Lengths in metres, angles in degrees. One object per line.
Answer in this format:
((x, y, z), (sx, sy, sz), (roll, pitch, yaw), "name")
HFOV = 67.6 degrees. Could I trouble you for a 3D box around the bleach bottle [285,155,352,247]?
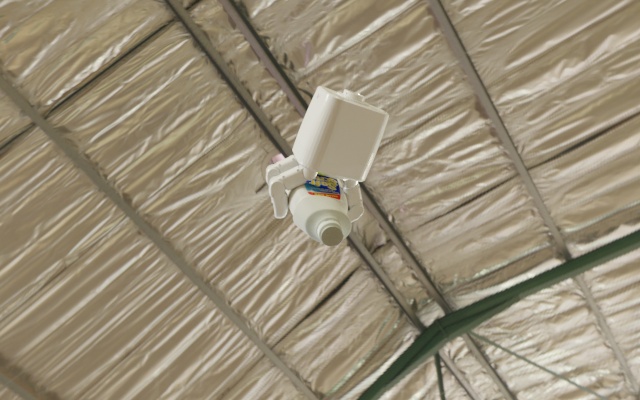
((0.000, 0.002, 0.706), (0.102, 0.068, 0.250), (17, 17, -17), "bleach bottle")
